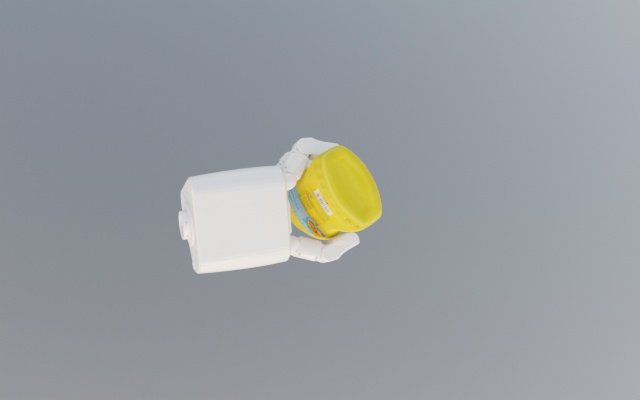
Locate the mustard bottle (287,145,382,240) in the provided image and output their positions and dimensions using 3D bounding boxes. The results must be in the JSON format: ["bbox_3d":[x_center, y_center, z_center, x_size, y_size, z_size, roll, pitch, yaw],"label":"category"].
[{"bbox_3d":[0.000,0.002,0.605,0.058,0.096,0.192,-33,2,-25],"label":"mustard bottle"}]
